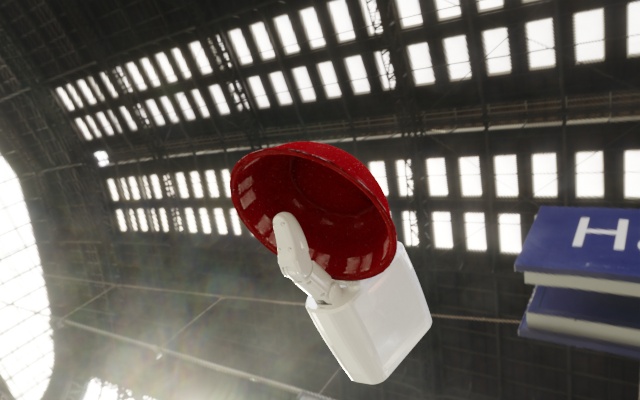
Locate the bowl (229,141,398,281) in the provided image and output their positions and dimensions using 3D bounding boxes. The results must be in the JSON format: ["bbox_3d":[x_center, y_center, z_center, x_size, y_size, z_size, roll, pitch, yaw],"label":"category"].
[{"bbox_3d":[0.000,0.000,0.436,0.162,0.162,0.055,0,43,34],"label":"bowl"}]
